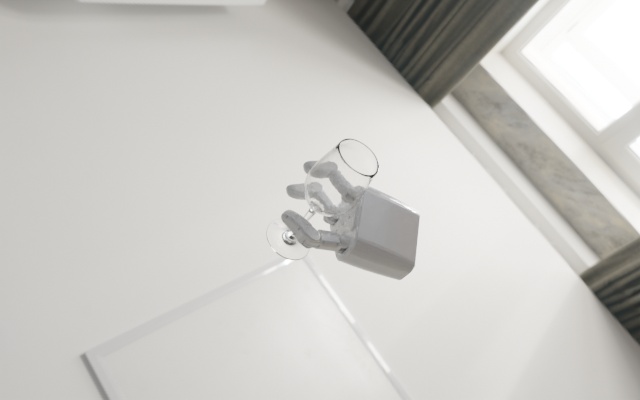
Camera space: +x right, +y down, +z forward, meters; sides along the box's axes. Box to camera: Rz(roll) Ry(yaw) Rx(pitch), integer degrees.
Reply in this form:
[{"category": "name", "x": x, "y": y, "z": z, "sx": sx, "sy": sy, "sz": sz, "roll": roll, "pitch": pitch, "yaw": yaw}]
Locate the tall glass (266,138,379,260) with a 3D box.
[{"category": "tall glass", "x": 0.000, "y": 0.003, "z": 0.666, "sx": 0.079, "sy": 0.079, "sz": 0.201, "roll": 0, "pitch": -35, "yaw": -36}]
